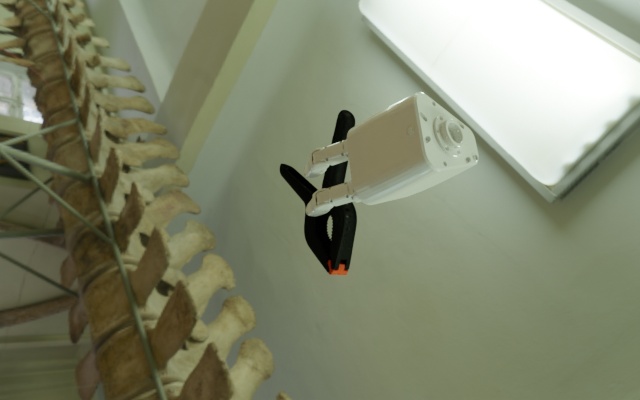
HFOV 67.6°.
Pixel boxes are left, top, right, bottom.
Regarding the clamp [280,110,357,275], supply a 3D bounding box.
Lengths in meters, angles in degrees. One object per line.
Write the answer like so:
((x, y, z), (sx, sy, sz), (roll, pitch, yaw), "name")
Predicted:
((0.001, 0.003, 0.656), (0.036, 0.210, 0.164), (8, -23, -36), "clamp")
